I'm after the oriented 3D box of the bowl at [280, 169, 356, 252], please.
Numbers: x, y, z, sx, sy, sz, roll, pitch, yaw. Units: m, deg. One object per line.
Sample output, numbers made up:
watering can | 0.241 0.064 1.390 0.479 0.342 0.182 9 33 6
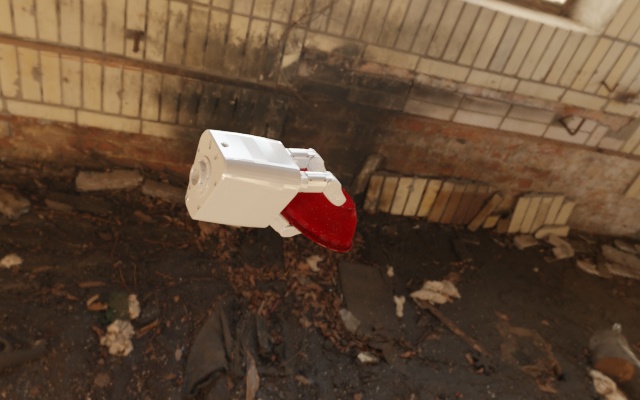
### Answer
bowl | 0.001 0.002 0.722 0.162 0.055 0.162 35 18 -13
